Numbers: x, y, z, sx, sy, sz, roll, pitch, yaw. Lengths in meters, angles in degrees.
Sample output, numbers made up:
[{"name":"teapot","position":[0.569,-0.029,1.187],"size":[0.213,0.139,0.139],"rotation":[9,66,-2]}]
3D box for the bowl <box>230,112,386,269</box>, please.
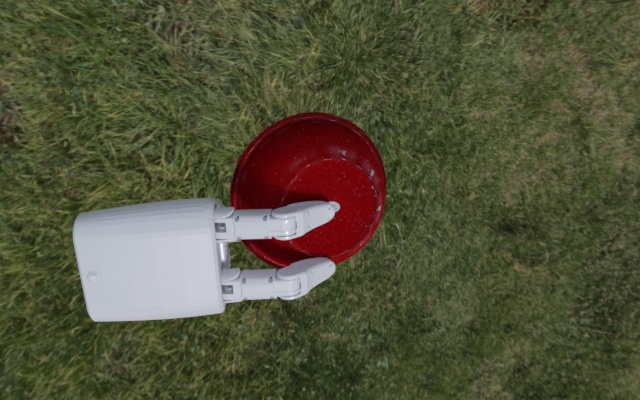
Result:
[{"name":"bowl","position":[0.001,0.001,0.445],"size":[0.162,0.162,0.055],"rotation":[0,15,-20]}]
